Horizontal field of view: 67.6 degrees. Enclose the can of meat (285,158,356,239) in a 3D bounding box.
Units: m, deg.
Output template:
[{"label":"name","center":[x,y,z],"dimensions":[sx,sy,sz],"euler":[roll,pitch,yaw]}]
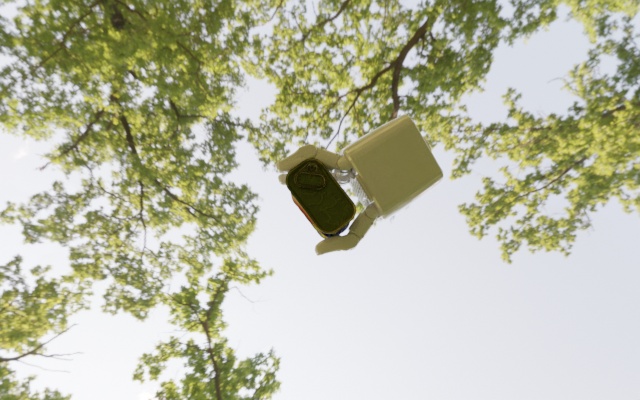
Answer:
[{"label":"can of meat","center":[0.000,0.002,0.655],"dimensions":[0.057,0.102,0.084],"euler":[-37,-10,-8]}]
